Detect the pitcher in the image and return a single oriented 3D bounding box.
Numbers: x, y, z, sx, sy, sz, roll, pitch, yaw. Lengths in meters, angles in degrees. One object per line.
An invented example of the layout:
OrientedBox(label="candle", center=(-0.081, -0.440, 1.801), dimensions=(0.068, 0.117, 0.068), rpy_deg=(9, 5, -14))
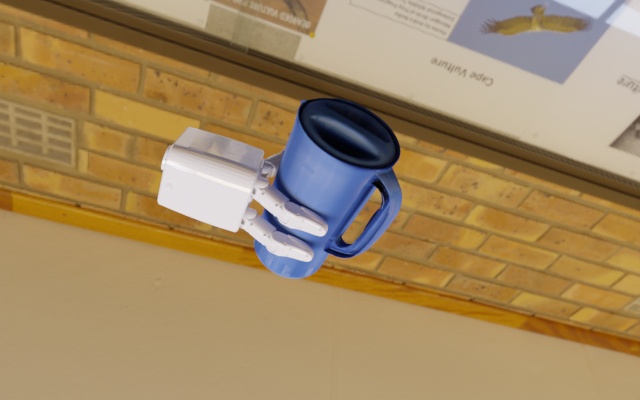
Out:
OrientedBox(label="pitcher", center=(0.000, 0.002, 0.631), dimensions=(0.145, 0.243, 0.149), rpy_deg=(19, 41, -11))
